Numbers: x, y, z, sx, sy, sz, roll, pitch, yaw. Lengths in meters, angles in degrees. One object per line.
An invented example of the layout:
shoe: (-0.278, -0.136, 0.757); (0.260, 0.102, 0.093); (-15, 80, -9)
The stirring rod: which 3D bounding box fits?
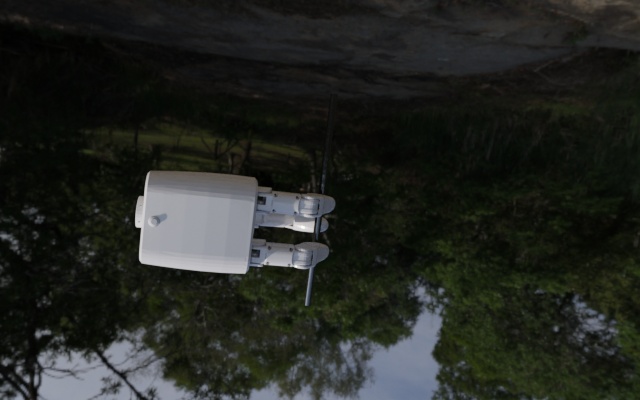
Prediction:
stirring rod: (0.000, 0.002, 0.539); (0.011, 0.239, 0.011); (7, 6, -1)
